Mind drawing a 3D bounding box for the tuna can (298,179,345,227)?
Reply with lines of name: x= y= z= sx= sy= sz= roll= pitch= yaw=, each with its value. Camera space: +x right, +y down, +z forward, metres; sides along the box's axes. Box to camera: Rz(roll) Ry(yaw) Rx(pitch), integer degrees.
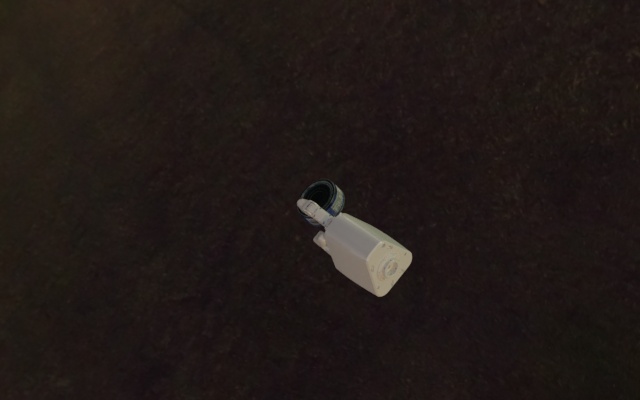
tuna can: x=0.000 y=0.003 z=0.882 sx=0.086 sy=0.086 sz=0.034 roll=0 pitch=-32 yaw=39
